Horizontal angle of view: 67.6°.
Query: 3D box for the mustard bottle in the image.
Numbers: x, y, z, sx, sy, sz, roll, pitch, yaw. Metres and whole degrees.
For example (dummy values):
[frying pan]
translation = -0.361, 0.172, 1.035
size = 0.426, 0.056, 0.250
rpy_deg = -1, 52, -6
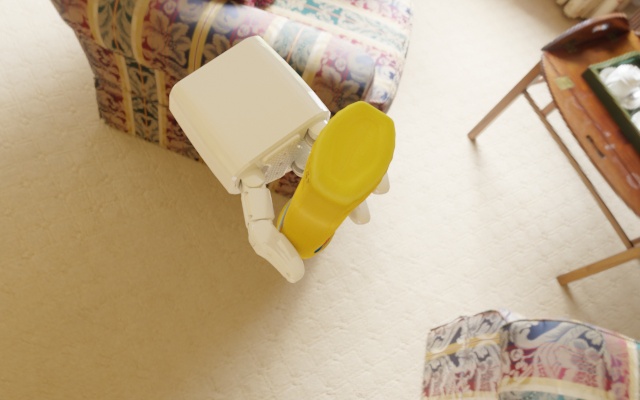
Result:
[mustard bottle]
translation = 0.000, 0.002, 0.430
size = 0.058, 0.096, 0.192
rpy_deg = 29, -30, -2
